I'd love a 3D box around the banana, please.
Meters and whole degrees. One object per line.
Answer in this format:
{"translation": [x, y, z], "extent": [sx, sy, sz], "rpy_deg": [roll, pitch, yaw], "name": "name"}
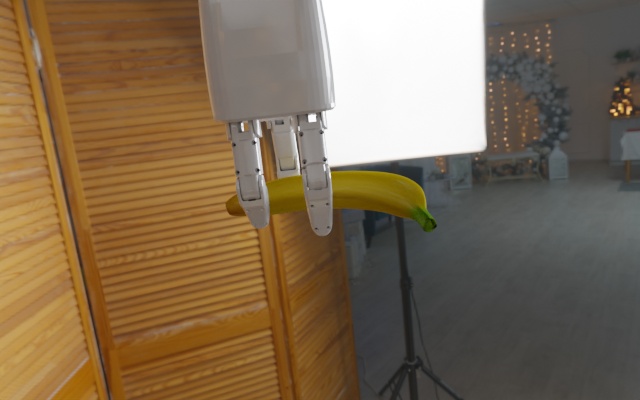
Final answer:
{"translation": [0.010, -0.004, 0.438], "extent": [0.198, 0.037, 0.069], "rpy_deg": [2, 19, 23], "name": "banana"}
